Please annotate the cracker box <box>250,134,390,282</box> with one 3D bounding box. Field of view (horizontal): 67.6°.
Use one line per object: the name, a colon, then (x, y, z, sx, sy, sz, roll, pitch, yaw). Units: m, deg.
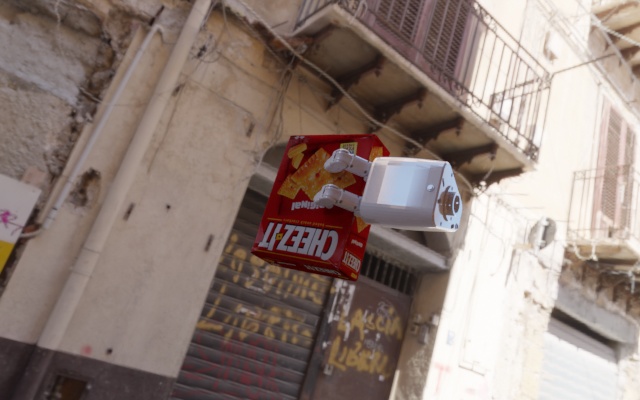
cracker box: (0.000, 0.002, 0.743, 0.164, 0.213, 0.072, 5, -21, 34)
